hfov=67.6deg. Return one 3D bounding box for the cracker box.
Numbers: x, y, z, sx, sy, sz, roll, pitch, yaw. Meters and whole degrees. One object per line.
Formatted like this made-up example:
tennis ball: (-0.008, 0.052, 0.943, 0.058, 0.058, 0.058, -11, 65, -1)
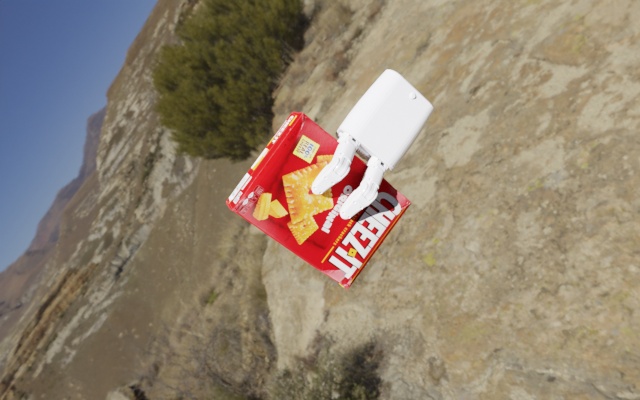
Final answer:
cracker box: (0.000, 0.002, 0.688, 0.214, 0.164, 0.072, 37, -1, -20)
